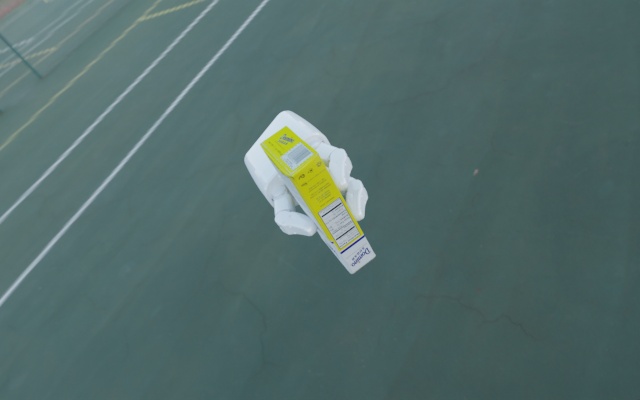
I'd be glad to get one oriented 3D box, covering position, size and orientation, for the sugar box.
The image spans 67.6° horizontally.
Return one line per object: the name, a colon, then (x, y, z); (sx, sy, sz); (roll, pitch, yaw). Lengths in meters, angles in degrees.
sugar box: (0.000, 0.001, 0.575); (0.048, 0.176, 0.093); (-38, 39, -4)
